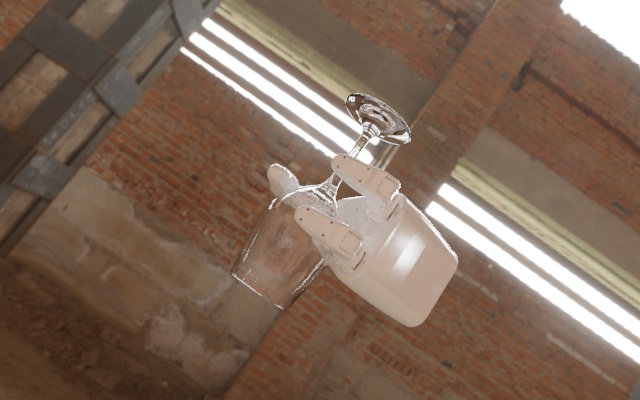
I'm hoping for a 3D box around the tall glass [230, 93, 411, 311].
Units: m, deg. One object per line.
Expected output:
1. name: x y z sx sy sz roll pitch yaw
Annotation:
1. tall glass: 0.000 0.001 0.444 0.079 0.201 0.079 34 -11 8
